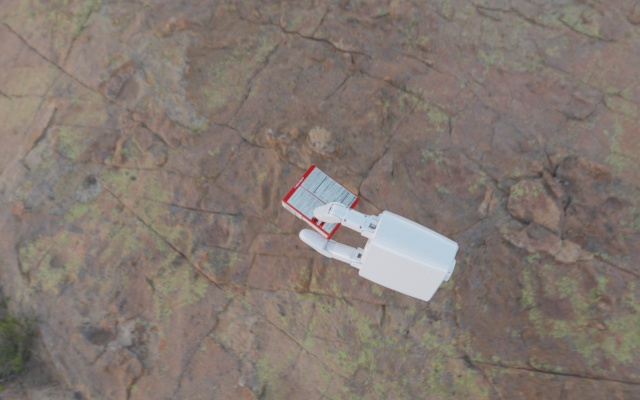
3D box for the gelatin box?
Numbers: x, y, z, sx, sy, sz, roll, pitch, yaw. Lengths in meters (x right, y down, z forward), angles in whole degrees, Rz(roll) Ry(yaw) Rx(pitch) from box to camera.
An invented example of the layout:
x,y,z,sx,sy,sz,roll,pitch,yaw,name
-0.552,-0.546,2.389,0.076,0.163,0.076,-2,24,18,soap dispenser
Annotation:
x,y,z,sx,sy,sz,roll,pitch,yaw,name
0.000,0.002,0.694,0.089,0.073,0.030,37,-15,7,gelatin box
